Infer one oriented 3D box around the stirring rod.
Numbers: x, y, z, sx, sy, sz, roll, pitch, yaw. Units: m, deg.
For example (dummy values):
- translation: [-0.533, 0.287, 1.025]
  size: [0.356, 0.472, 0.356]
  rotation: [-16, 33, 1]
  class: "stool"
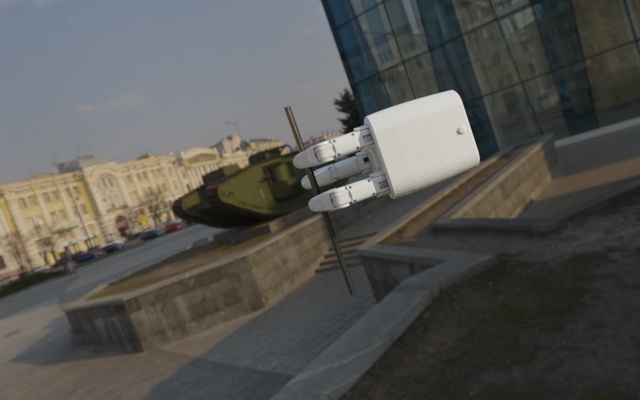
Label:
- translation: [0.000, 0.002, 0.578]
  size: [0.011, 0.239, 0.011]
  rotation: [-19, 4, 2]
  class: "stirring rod"
